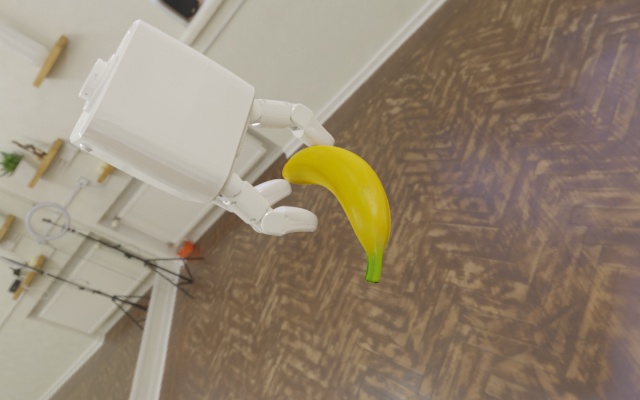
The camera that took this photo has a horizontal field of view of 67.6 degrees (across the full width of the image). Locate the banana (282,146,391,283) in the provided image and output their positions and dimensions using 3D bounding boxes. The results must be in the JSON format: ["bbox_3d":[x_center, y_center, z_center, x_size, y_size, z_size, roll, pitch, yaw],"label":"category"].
[{"bbox_3d":[0.011,-0.012,0.416,0.037,0.069,0.197,25,14,-32],"label":"banana"}]
